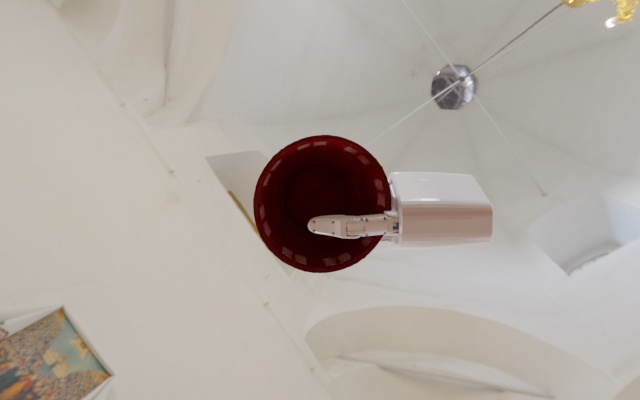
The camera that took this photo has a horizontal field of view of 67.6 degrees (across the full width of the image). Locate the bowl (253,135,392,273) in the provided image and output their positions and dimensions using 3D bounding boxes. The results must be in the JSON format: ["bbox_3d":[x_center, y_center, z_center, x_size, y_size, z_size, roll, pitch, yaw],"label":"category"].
[{"bbox_3d":[-0.001,0.002,0.571,0.162,0.162,0.055,0,10,-9],"label":"bowl"}]
